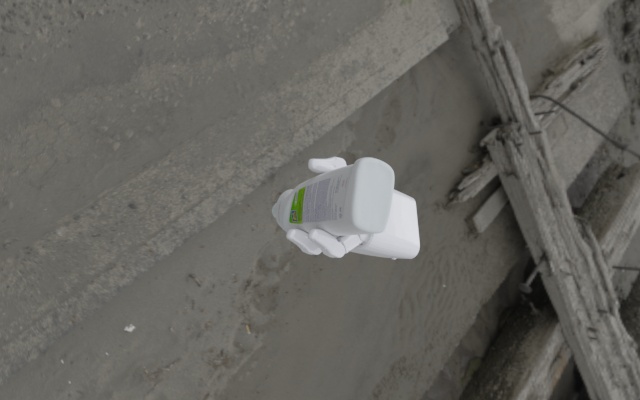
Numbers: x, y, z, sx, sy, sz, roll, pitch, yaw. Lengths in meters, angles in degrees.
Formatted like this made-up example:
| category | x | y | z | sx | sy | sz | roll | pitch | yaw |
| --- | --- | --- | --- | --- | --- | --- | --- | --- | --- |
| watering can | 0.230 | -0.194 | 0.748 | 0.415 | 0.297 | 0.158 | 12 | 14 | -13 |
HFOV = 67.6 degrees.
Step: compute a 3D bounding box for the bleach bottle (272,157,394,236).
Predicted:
| category | x | y | z | sx | sy | sz | roll | pitch | yaw |
| --- | --- | --- | --- | --- | --- | --- | --- | --- | --- |
| bleach bottle | 0.000 | 0.002 | 0.721 | 0.068 | 0.102 | 0.251 | 15 | -12 | -33 |
